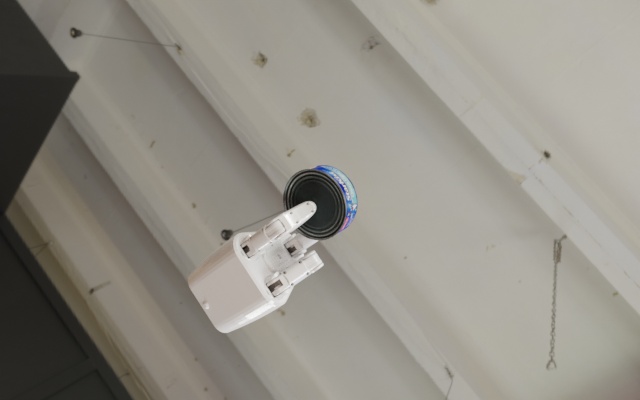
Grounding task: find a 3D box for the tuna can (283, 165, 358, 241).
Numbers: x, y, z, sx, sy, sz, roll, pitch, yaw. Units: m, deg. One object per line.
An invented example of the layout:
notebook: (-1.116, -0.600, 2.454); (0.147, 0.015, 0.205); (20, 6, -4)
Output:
tuna can: (0.000, 0.002, 0.565); (0.086, 0.086, 0.033); (0, 14, 32)
